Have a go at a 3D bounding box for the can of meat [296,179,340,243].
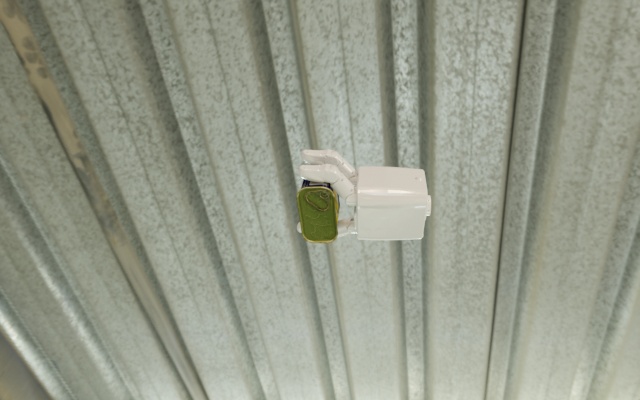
[{"bbox_3d":[0.000,0.002,0.759,0.057,0.102,0.084,-2,32,9],"label":"can of meat"}]
